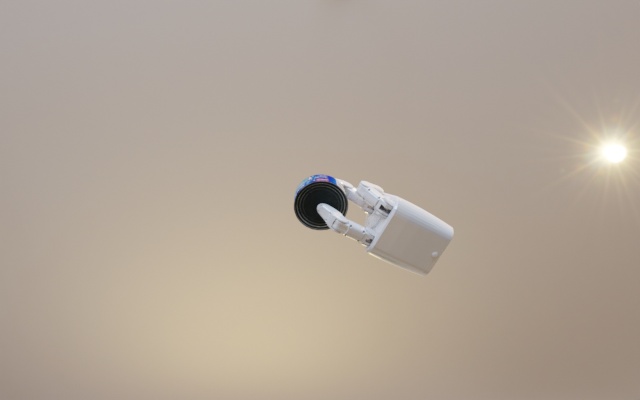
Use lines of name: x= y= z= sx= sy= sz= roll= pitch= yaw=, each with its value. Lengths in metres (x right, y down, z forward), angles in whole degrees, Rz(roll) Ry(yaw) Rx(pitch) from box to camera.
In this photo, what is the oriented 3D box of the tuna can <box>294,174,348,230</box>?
tuna can: x=0.000 y=0.002 z=0.762 sx=0.086 sy=0.086 sz=0.033 roll=0 pitch=25 yaw=-3
